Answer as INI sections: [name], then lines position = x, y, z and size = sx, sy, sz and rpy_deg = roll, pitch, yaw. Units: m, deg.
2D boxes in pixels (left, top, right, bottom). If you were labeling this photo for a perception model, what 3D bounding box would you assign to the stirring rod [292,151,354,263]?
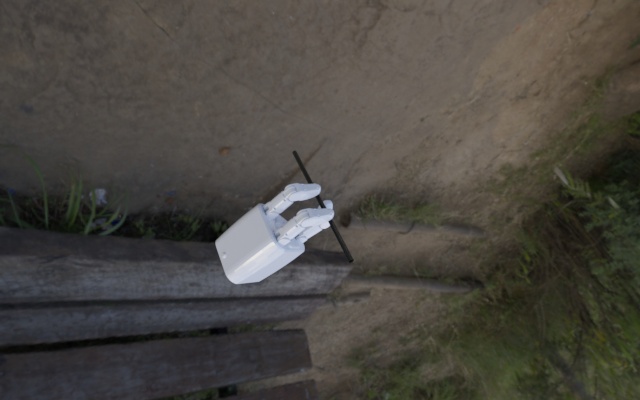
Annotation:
[stirring rod]
position = 0.000, 0.003, 0.786
size = 0.011, 0.239, 0.011
rpy_deg = -19, -34, -13
